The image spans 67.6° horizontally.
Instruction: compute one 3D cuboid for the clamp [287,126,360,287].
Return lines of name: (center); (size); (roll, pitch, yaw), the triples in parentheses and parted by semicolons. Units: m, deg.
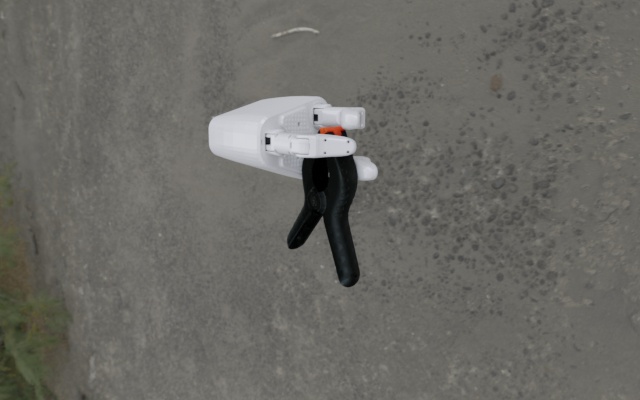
clamp: (0.000, 0.002, 0.537); (0.039, 0.171, 0.120); (-10, 16, -43)
